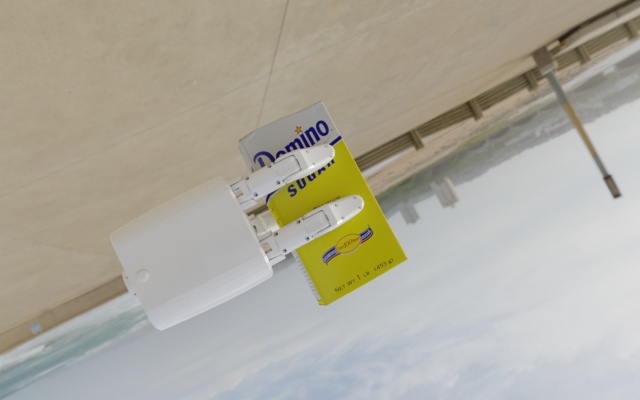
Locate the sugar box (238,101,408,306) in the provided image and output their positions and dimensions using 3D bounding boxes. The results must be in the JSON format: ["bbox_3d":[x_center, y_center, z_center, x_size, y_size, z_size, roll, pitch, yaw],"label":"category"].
[{"bbox_3d":[0.000,0.002,0.462,0.093,0.176,0.048,-28,-3,-14],"label":"sugar box"}]
